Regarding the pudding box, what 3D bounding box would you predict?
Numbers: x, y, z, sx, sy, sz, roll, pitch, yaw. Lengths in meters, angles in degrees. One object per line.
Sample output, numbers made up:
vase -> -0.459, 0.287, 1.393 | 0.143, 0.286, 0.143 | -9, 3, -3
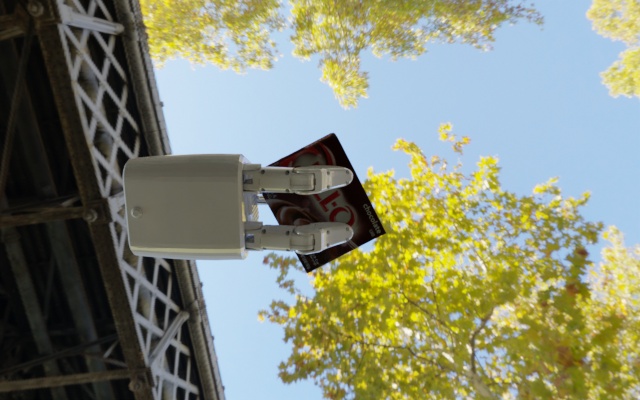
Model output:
pudding box -> 0.000, 0.002, 0.476 | 0.090, 0.113, 0.039 | -27, 12, 5
